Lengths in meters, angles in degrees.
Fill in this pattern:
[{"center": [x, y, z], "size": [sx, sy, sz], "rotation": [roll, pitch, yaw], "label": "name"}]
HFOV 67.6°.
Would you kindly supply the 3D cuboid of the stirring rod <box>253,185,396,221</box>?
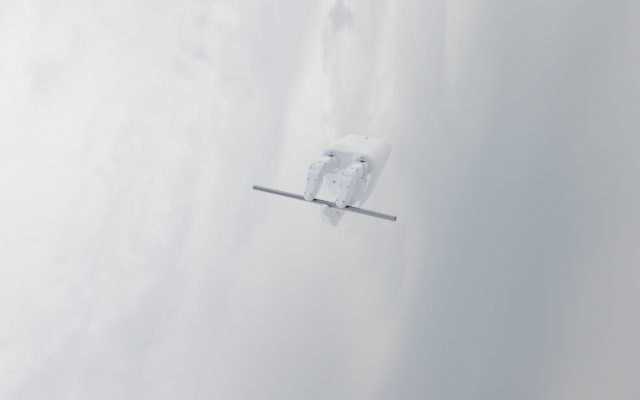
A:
[{"center": [0.000, 0.002, 0.738], "size": [0.239, 0.011, 0.011], "rotation": [13, 5, 22], "label": "stirring rod"}]
